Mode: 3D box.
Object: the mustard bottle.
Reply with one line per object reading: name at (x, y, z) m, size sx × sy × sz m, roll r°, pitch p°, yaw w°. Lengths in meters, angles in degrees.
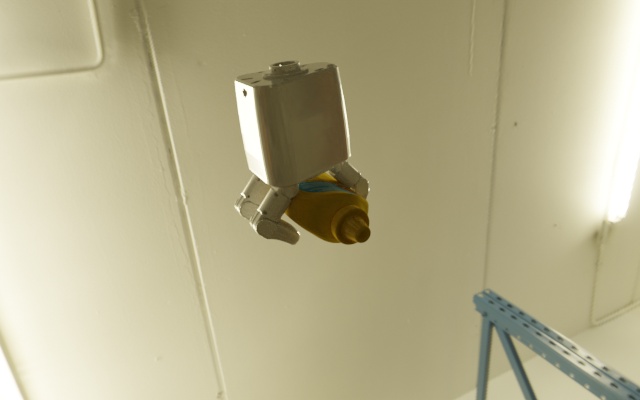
mustard bottle at (0.000, 0.002, 0.553) m, size 0.096 × 0.058 × 0.191 m, roll 6°, pitch 16°, yaw -30°
